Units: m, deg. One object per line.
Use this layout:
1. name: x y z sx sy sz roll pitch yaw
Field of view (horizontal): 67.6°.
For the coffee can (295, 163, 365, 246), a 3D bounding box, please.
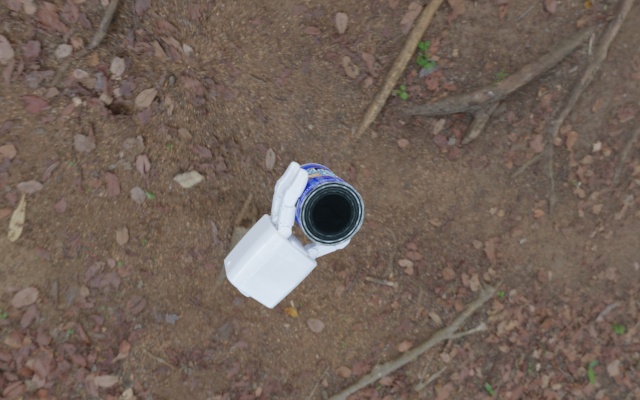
1. coffee can: 0.000 0.002 0.780 0.103 0.103 0.140 0 15 -15
